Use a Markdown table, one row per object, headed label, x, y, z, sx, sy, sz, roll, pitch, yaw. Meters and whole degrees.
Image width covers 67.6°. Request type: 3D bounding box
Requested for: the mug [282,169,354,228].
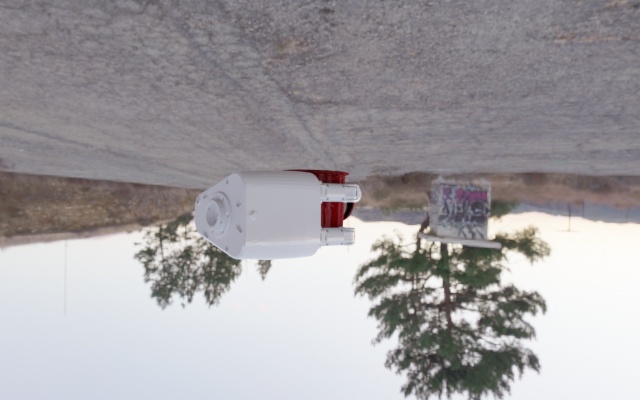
| label | x | y | z | sx | sy | sz | roll | pitch | yaw |
| --- | --- | --- | --- | --- | --- | --- | --- | --- | --- |
| mug | 0.001 | 0.002 | 0.654 | 0.117 | 0.081 | 0.093 | 2 | 0 | -42 |
